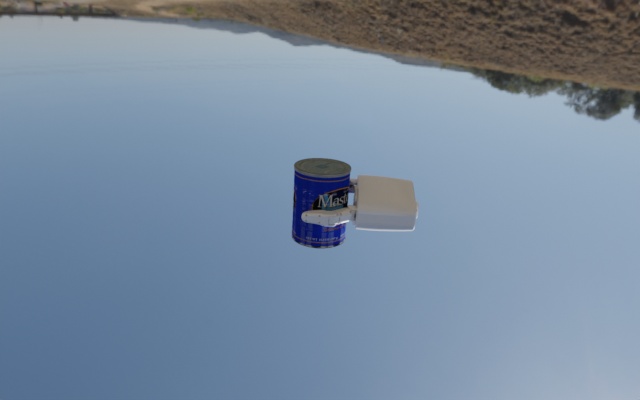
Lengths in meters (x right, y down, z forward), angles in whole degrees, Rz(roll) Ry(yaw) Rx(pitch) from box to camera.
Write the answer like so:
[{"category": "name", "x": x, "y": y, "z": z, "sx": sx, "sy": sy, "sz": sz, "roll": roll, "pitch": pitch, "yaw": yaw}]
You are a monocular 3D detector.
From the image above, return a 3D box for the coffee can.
[{"category": "coffee can", "x": 0.000, "y": 0.003, "z": 0.876, "sx": 0.103, "sy": 0.140, "sz": 0.102, "roll": 3, "pitch": 21, "yaw": -1}]
